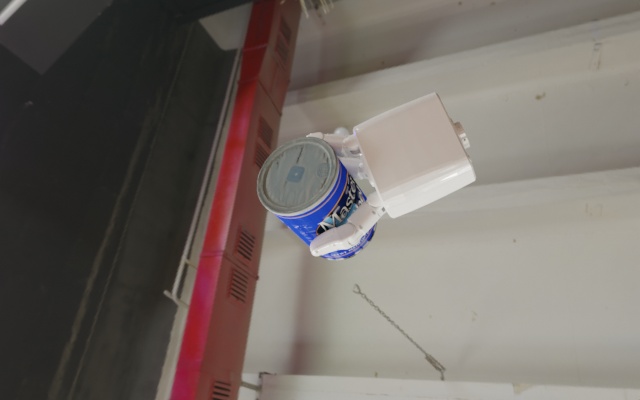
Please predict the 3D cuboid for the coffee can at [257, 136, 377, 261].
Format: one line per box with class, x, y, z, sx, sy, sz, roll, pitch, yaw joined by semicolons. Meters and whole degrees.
coffee can;0.000;0.002;0.596;0.103;0.102;0.140;0;-28;27
